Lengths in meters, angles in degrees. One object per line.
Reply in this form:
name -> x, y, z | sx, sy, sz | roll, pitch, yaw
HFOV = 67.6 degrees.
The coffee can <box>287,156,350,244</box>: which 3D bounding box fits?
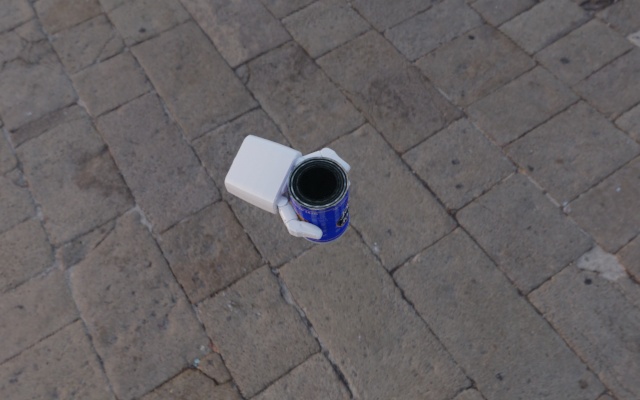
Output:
coffee can -> 0.000, 0.003, 0.846 | 0.103, 0.102, 0.140 | 0, -28, 4
